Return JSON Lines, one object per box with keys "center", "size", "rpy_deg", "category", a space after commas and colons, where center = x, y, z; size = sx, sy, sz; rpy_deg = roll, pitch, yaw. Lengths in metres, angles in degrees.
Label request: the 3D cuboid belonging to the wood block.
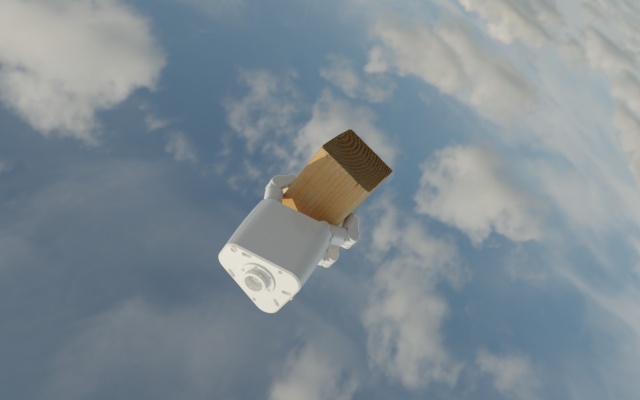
{"center": [0.000, 0.002, 0.722], "size": [0.206, 0.091, 0.090], "rpy_deg": [-48, -6, 38], "category": "wood block"}
